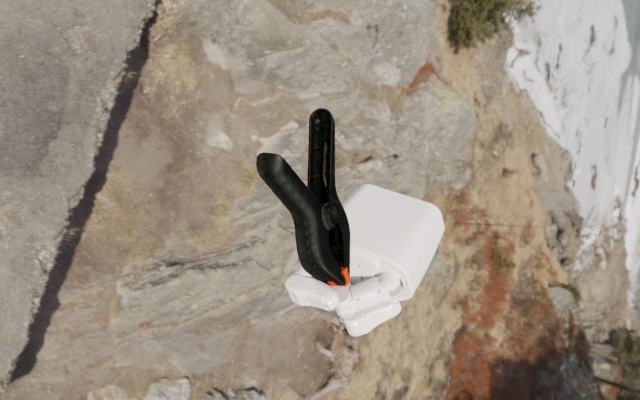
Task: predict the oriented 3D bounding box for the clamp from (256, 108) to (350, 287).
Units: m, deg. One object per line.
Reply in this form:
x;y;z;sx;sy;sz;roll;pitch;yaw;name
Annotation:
0.001;0.002;0.448;0.039;0.172;0.120;5;40;31;clamp
